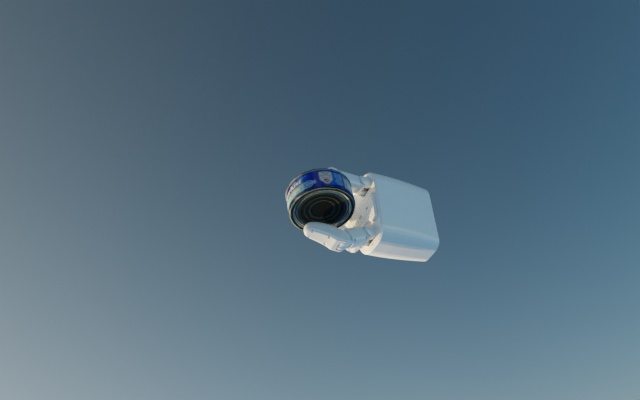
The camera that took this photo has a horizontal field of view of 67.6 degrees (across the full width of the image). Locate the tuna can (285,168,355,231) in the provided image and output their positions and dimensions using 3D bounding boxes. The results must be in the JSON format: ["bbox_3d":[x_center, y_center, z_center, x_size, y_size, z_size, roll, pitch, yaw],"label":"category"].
[{"bbox_3d":[0.000,0.002,0.601,0.086,0.033,0.086,-6,-44,-6],"label":"tuna can"}]
